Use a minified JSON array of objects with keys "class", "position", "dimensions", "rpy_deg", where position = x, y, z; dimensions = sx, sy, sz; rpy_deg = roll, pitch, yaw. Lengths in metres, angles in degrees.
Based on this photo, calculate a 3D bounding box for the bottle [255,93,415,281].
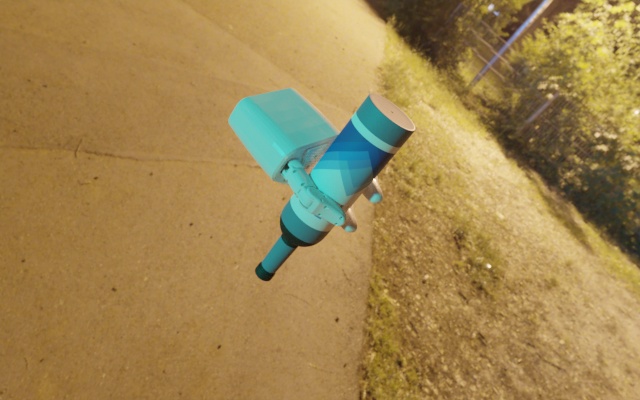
[{"class":"bottle","position":[0.000,0.002,0.606],"dimensions":[0.069,0.069,0.296],"rpy_deg":[0,-44,-50]}]
